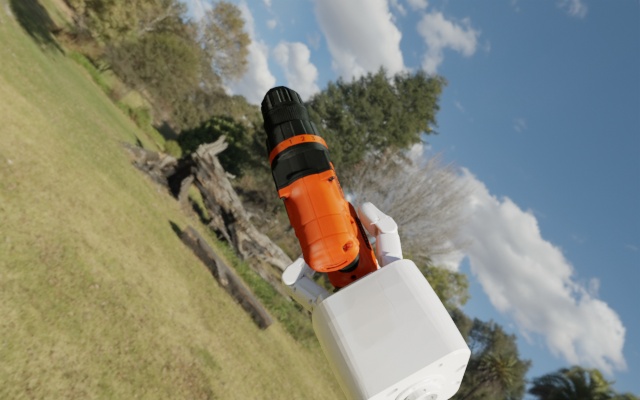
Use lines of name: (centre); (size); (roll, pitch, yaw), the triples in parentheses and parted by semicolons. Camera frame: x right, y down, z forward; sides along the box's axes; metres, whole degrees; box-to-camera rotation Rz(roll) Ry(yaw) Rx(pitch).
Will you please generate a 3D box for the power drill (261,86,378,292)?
power drill: (0.000, 0.002, 0.471); (0.057, 0.184, 0.188); (-21, -28, 6)
